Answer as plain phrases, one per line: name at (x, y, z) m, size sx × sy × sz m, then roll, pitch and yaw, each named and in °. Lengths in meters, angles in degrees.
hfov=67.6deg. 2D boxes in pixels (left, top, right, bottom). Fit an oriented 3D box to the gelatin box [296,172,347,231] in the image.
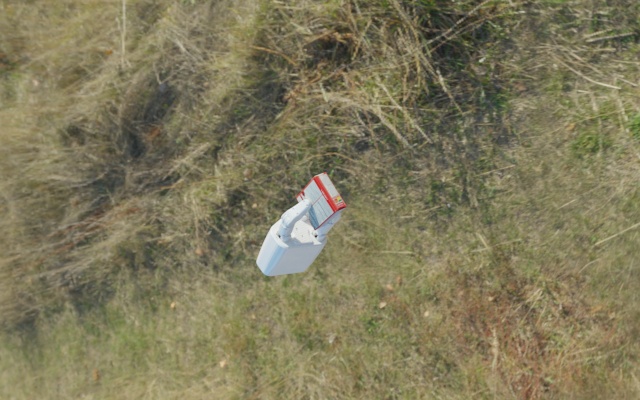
gelatin box at (0.000, 0.003, 0.859) m, size 0.030 × 0.073 × 0.089 m, roll -23°, pitch -14°, yaw -35°
